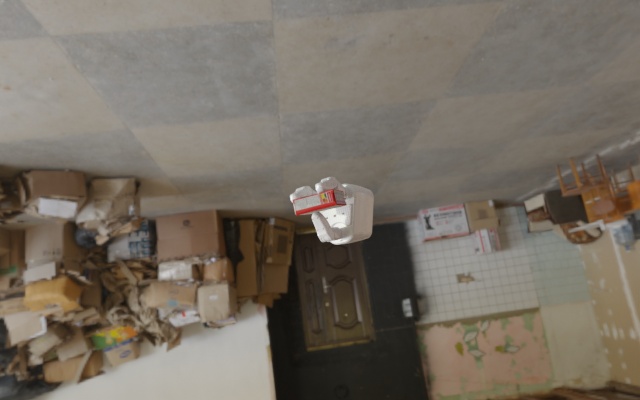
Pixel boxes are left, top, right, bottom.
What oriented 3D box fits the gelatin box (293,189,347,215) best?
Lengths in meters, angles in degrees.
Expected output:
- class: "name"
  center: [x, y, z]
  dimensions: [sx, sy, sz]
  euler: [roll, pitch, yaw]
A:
- class: "gelatin box"
  center: [0.000, 0.003, 0.828]
  dimensions: [0.073, 0.030, 0.089]
  euler: [-14, -4, 14]
